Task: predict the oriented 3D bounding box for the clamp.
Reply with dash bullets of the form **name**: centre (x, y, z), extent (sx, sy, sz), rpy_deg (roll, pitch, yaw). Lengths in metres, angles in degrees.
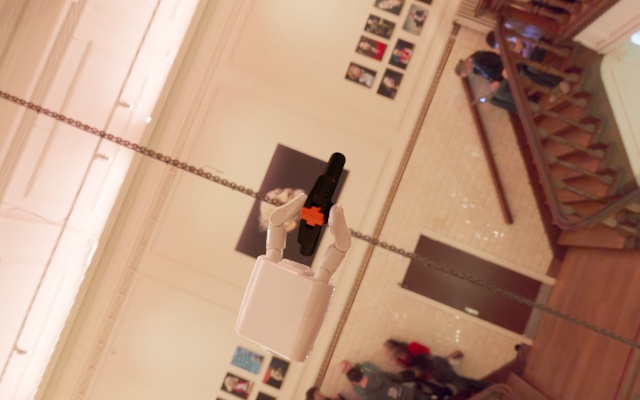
- **clamp**: centre (-0.001, 0.002, 0.637), extent (0.036, 0.164, 0.210), rpy_deg (18, -2, 2)
